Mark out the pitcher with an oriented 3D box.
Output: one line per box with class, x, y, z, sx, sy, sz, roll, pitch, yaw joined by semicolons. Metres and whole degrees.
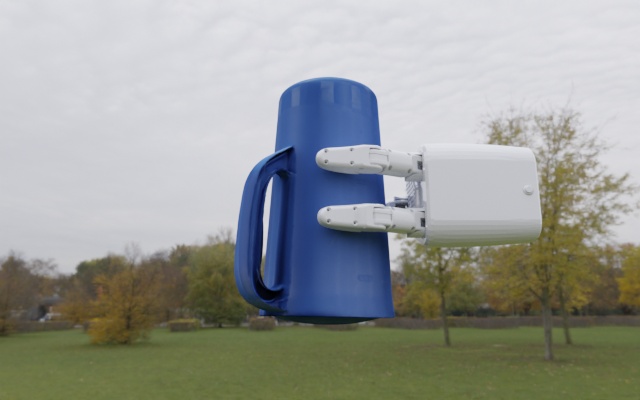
pitcher;0.000;0.002;0.487;0.145;0.242;0.149;0;-13;2
